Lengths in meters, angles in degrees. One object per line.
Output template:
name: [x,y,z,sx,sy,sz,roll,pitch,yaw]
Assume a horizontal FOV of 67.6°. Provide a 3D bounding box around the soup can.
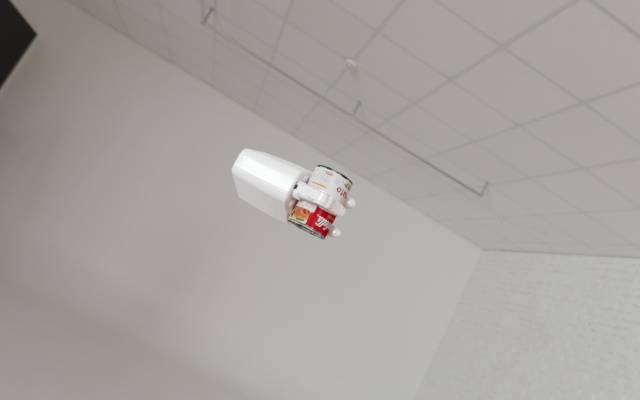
soup can: [0.001,0.002,0.769,0.068,0.102,0.068,27,-9,5]
